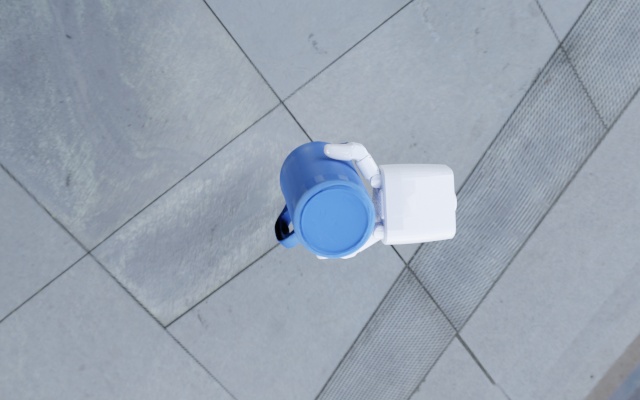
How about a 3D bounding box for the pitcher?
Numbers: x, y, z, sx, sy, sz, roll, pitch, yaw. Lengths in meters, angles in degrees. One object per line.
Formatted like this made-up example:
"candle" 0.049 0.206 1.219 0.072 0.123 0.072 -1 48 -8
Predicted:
"pitcher" 0.000 0.002 0.721 0.145 0.149 0.242 -3 16 -5
